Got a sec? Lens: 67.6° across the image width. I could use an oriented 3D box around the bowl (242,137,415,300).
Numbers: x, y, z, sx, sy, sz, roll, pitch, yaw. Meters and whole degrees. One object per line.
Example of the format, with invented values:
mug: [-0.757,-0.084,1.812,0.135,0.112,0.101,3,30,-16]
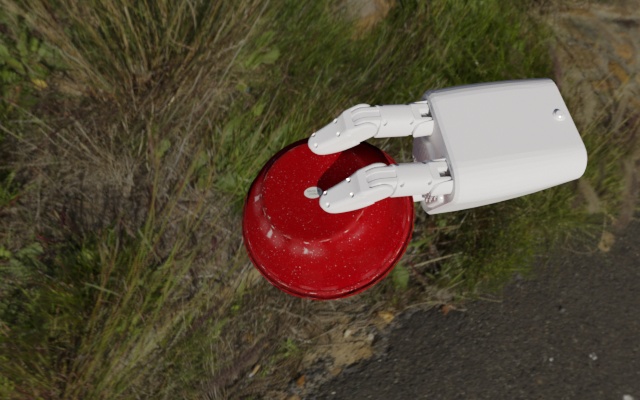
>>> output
bowl: [-0.001,0.002,0.416,0.162,0.162,0.055,0,-22,12]
